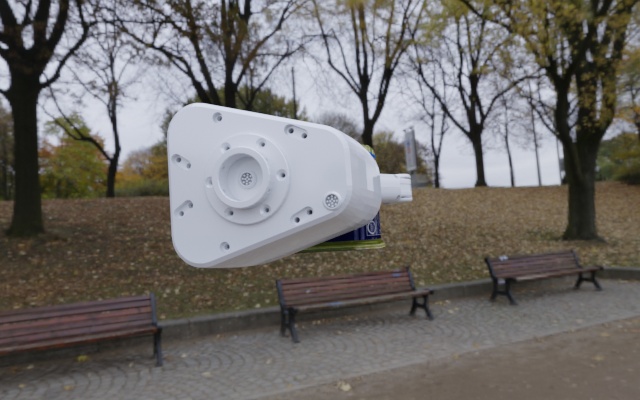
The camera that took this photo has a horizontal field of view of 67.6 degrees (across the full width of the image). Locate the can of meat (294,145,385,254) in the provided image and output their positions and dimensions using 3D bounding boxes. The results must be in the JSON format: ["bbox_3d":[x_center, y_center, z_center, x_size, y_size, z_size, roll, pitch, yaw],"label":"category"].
[{"bbox_3d":[0.000,0.001,0.407,0.102,0.084,0.057,-5,-4,16],"label":"can of meat"}]
